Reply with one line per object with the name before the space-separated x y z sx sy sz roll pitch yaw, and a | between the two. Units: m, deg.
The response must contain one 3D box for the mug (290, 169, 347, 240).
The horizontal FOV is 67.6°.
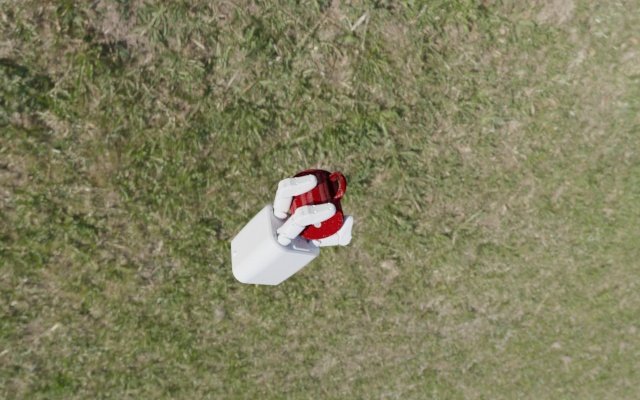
mug | 0.001 0.002 0.770 0.093 0.081 0.117 29 -57 -35
